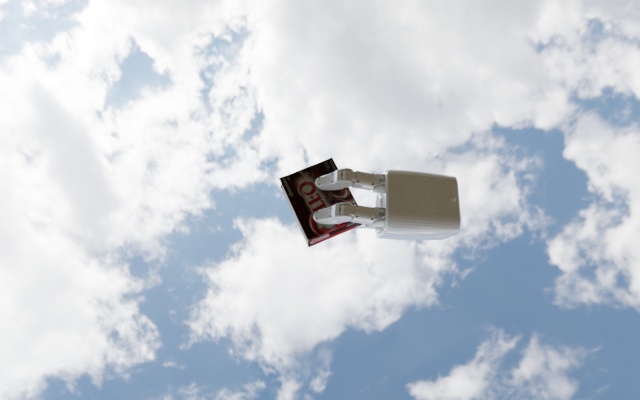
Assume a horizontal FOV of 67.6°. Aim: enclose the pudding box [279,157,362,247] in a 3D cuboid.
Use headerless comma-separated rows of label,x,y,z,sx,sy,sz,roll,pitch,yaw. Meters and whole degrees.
pudding box,0.000,0.002,0.718,0.090,0.113,0.039,-22,-24,-12
